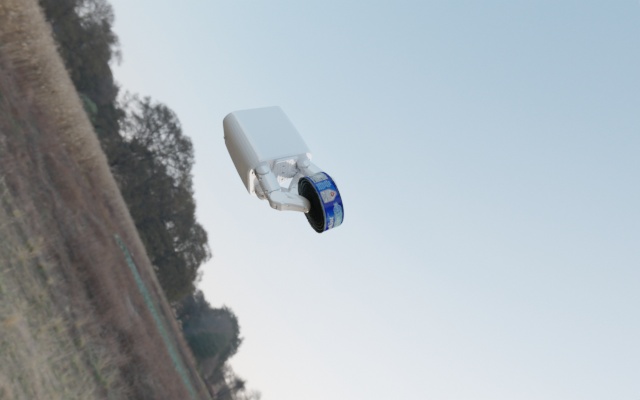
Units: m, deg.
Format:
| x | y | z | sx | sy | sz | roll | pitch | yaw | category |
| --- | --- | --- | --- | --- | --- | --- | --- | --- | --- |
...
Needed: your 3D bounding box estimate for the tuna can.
| x | y | z | sx | sy | sz | roll | pitch | yaw | category |
| --- | --- | --- | --- | --- | --- | --- | --- | --- | --- |
| 0.001 | 0.002 | 0.690 | 0.034 | 0.086 | 0.086 | -19 | 7 | -20 | tuna can |
